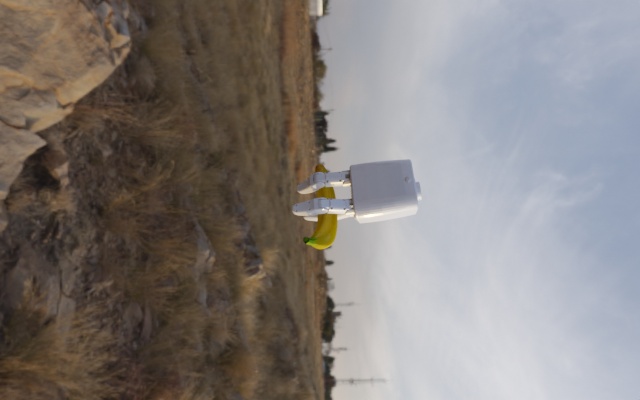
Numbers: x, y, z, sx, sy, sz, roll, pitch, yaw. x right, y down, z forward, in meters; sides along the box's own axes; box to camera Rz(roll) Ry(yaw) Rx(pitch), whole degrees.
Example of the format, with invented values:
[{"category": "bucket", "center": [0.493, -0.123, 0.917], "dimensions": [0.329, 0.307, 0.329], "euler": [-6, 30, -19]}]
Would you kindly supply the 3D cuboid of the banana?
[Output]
[{"category": "banana", "center": [0.007, 0.018, 0.845], "dimensions": [0.037, 0.070, 0.197], "euler": [-13, 40, 17]}]
